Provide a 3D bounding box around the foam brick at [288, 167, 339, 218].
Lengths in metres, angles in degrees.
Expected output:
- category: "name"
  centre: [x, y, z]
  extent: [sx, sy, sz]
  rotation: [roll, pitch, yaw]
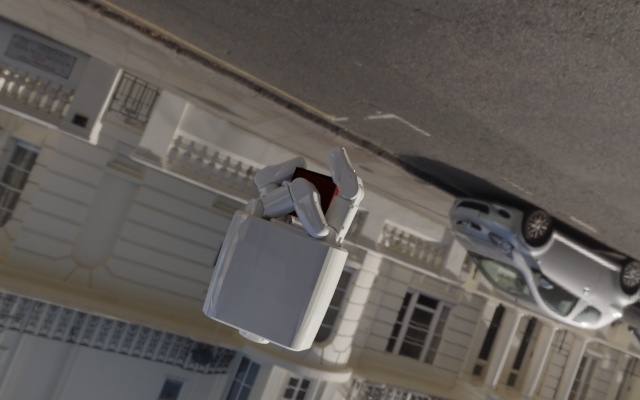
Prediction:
- category: "foam brick"
  centre: [0.000, 0.002, 0.525]
  extent: [0.053, 0.051, 0.078]
  rotation: [18, -4, 23]
